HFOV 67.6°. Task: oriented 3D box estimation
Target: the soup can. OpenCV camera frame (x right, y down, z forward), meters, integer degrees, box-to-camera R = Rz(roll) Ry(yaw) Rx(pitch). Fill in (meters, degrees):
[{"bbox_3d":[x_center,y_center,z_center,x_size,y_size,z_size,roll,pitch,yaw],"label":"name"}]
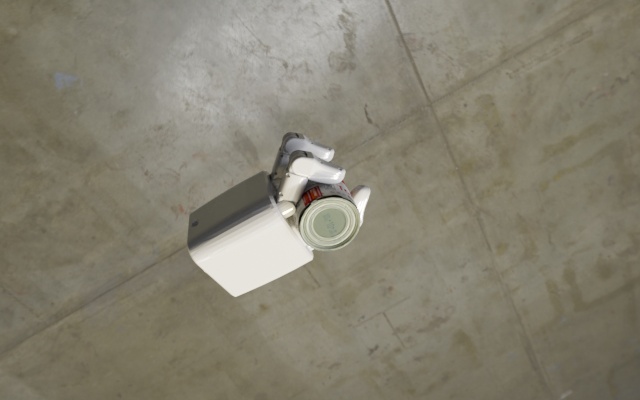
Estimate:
[{"bbox_3d":[0.001,0.002,0.533,0.068,0.068,0.102,0,28,-13],"label":"soup can"}]
